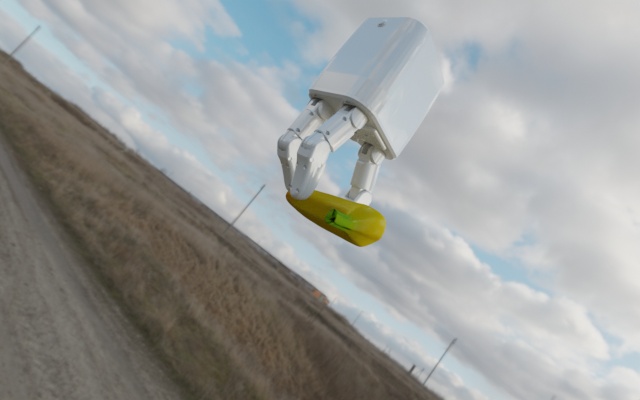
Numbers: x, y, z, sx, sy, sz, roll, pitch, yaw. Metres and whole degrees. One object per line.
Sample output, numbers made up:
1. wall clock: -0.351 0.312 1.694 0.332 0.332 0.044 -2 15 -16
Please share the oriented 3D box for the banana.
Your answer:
1. banana: 0.016 0.012 0.453 0.069 0.037 0.198 34 -5 -14
